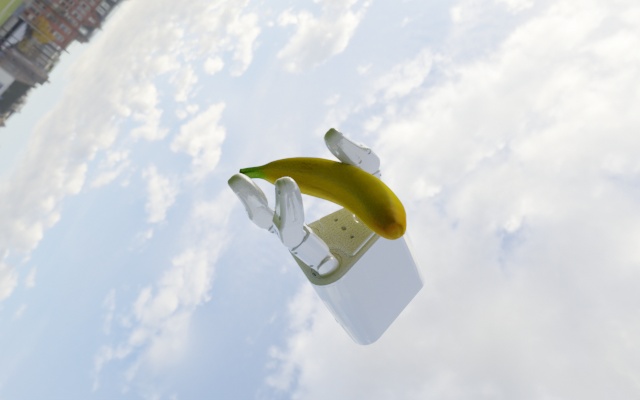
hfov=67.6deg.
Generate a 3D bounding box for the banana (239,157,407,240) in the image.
[{"bbox_3d":[0.011,-0.008,0.422,0.069,0.037,0.197,-33,33,-33],"label":"banana"}]
